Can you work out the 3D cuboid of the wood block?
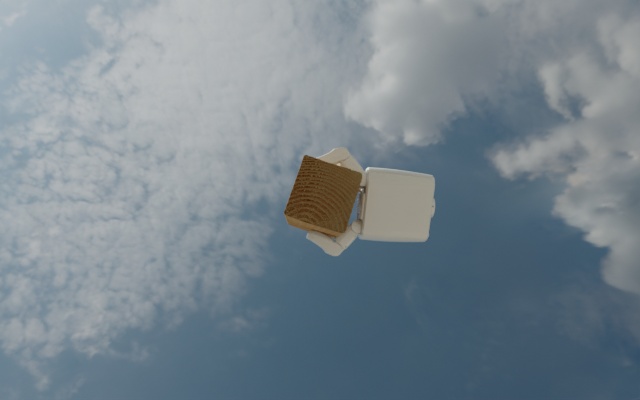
[{"bbox_3d":[0.000,0.003,0.755,0.090,0.091,0.206,18,-7,0],"label":"wood block"}]
